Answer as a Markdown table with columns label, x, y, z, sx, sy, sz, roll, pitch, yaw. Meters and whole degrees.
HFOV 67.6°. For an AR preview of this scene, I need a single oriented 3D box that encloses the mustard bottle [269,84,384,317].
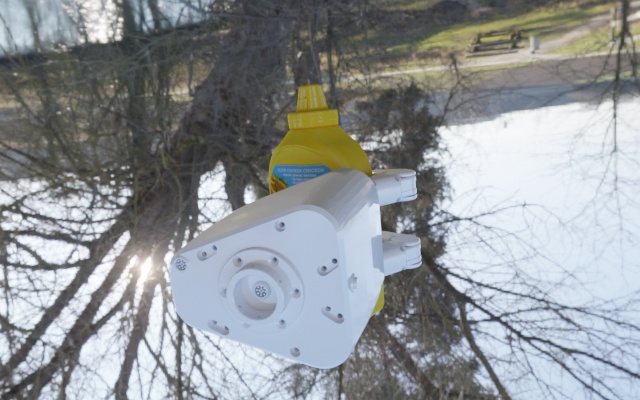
| label | x | y | z | sx | sy | sz | roll | pitch | yaw |
| --- | --- | --- | --- | --- | --- | --- | --- | --- | --- |
| mustard bottle | 0.000 | 0.001 | 0.401 | 0.096 | 0.192 | 0.058 | 4 | 15 | 41 |
